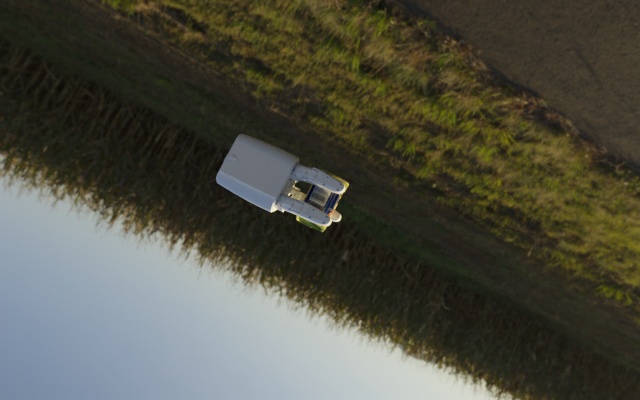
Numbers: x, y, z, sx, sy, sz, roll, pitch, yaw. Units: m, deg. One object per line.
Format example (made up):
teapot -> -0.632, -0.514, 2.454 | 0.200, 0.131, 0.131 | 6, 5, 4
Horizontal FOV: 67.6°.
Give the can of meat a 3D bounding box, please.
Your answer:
can of meat -> 0.000, 0.003, 0.790 | 0.057, 0.084, 0.102 | 27, -8, 1
